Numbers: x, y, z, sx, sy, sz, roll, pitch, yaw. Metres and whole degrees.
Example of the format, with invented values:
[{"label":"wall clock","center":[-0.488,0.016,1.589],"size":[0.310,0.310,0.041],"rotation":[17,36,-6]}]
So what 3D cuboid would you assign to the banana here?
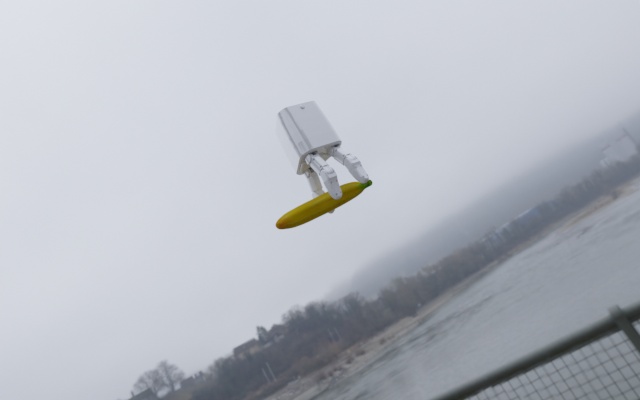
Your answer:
[{"label":"banana","center":[0.003,0.006,0.911],"size":[0.198,0.037,0.070],"rotation":[-27,-12,-7]}]
